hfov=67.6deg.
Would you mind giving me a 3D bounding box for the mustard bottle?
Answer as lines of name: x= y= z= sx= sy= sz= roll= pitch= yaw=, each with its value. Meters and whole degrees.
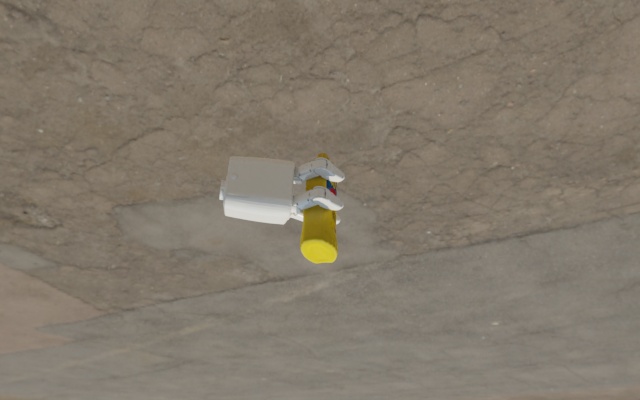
mustard bottle: x=0.000 y=0.003 z=0.810 sx=0.058 sy=0.191 sz=0.096 roll=-5 pitch=-30 yaw=12
